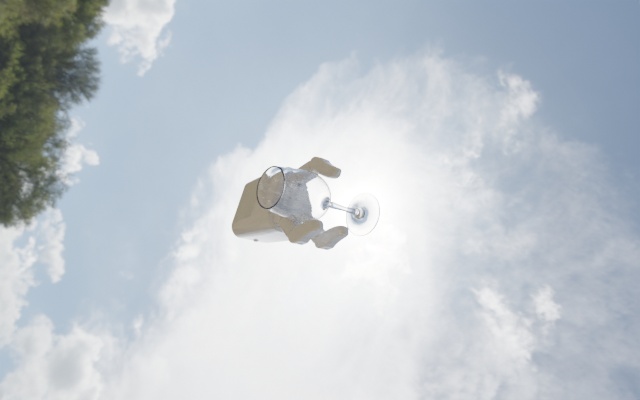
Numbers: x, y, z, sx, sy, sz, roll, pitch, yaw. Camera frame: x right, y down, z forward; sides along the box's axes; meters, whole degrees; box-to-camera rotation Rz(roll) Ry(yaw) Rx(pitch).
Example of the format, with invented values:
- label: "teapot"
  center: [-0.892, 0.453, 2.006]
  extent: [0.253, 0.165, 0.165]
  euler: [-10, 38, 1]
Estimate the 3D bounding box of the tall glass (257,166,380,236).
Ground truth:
- label: "tall glass"
  center: [0.001, 0.002, 0.726]
  extent: [0.079, 0.079, 0.201]
  euler: [0, -12, 45]
